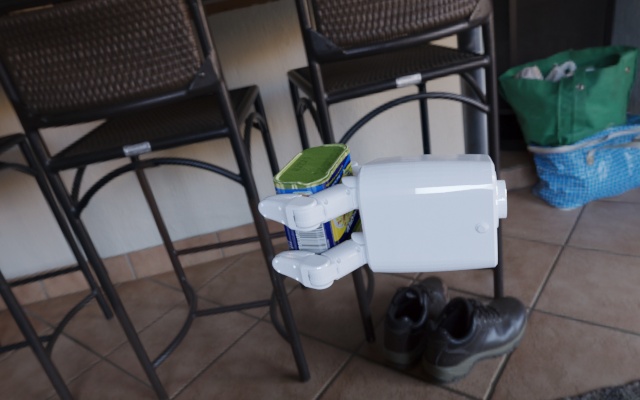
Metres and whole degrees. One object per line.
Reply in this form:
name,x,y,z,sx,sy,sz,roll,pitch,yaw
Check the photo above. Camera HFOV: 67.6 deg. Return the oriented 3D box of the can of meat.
can of meat,0.000,0.001,0.454,0.057,0.084,0.102,-1,26,21
